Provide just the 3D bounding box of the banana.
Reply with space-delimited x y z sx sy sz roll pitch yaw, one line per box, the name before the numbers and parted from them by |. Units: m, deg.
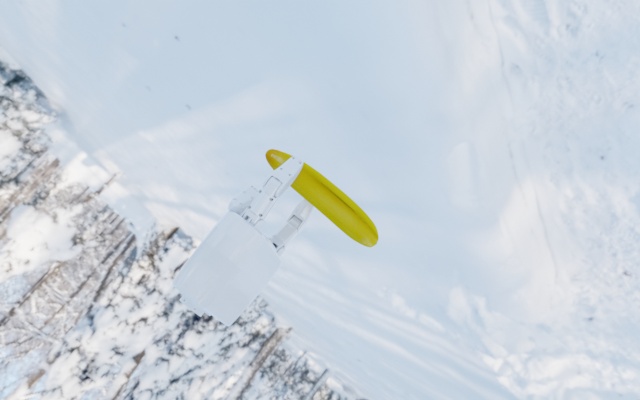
banana | 0.009 0.003 0.607 0.198 0.037 0.069 42 -17 -14
